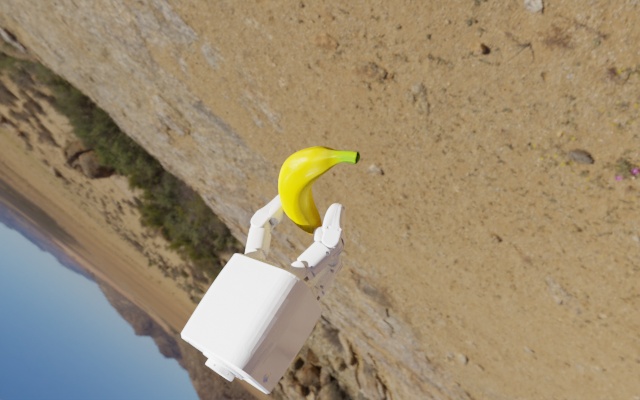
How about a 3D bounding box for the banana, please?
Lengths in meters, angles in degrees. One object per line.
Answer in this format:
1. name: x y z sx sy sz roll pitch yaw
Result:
1. banana: -0.015 -0.009 0.531 0.069 0.037 0.198 30 -26 2
